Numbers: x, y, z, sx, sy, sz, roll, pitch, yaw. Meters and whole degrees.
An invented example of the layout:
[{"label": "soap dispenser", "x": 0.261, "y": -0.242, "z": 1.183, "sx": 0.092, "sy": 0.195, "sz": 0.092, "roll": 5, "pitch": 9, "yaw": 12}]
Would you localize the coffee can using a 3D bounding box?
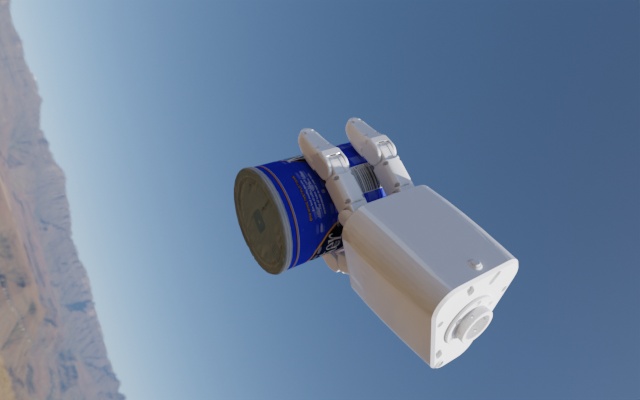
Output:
[{"label": "coffee can", "x": 0.000, "y": 0.002, "z": 0.472, "sx": 0.140, "sy": 0.103, "sz": 0.103, "roll": -18, "pitch": 9, "yaw": -29}]
